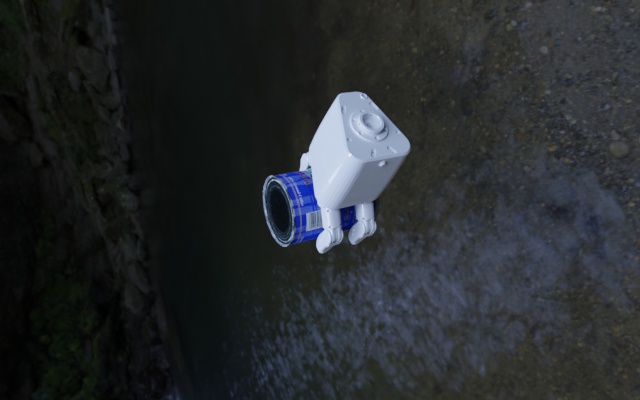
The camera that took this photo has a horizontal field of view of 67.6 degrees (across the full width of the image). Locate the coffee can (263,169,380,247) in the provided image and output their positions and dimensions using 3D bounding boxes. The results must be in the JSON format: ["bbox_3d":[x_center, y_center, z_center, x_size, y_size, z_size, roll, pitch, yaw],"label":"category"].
[{"bbox_3d":[0.000,0.002,0.700,0.140,0.103,0.103,-12,6,-27],"label":"coffee can"}]
